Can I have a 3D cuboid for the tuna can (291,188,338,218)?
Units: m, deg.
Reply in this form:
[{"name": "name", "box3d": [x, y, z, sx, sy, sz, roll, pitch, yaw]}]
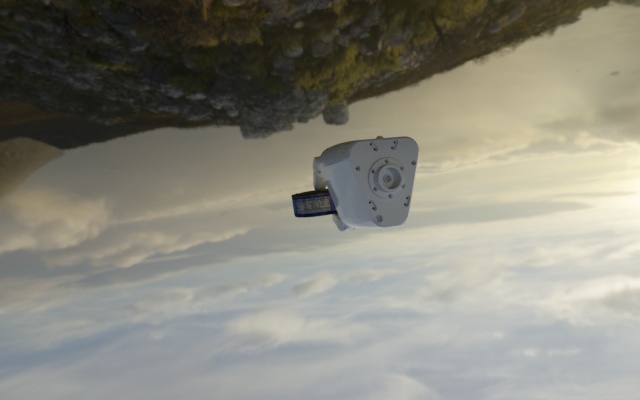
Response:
[{"name": "tuna can", "box3d": [0.000, 0.003, 0.722, 0.086, 0.034, 0.086, -8, 5, 1]}]
